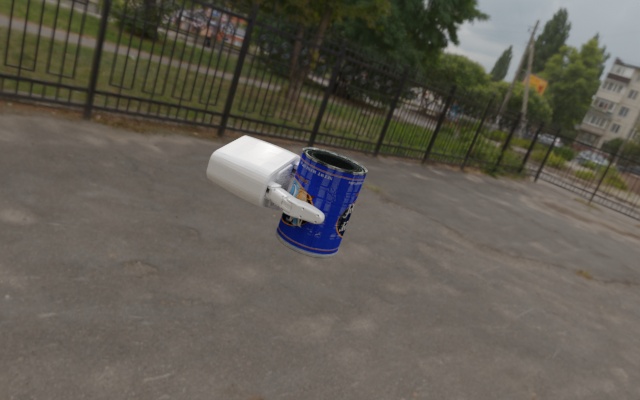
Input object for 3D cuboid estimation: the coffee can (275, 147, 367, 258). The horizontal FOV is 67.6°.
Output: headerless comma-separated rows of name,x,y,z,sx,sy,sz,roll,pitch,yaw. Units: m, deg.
coffee can,0.000,0.003,0.729,0.103,0.140,0.102,18,17,-5
